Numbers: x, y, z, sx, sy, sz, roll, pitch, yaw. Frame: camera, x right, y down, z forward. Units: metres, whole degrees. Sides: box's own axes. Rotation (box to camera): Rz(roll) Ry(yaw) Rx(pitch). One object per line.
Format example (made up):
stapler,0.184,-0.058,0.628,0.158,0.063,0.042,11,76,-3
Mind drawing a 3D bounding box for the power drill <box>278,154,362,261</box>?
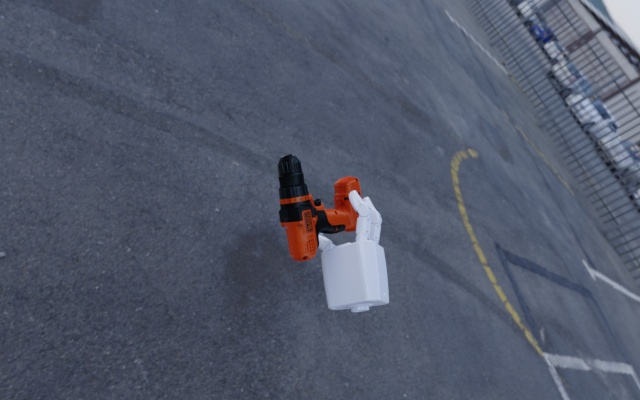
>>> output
power drill,0.001,0.003,0.867,0.057,0.184,0.187,-4,6,42
